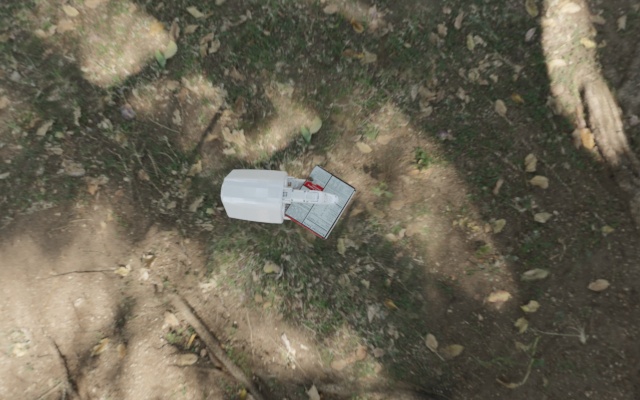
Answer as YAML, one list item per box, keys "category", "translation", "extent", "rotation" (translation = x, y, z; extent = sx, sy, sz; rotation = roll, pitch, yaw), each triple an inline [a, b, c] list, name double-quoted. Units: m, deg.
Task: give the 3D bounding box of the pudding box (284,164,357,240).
- category: "pudding box"
  translation: [0.000, 0.003, 0.882]
  extent: [0.090, 0.113, 0.039]
  rotation: [32, -2, 3]
